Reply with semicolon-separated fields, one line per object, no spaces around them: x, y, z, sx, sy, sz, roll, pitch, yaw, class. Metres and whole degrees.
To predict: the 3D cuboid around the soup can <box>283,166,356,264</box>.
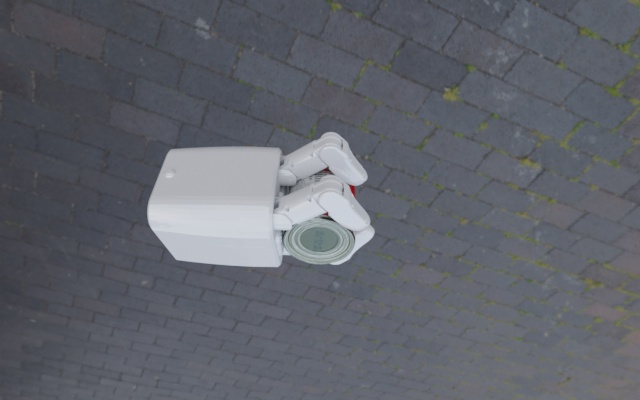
0.001;0.002;0.462;0.068;0.102;0.069;1;-44;1;soup can
